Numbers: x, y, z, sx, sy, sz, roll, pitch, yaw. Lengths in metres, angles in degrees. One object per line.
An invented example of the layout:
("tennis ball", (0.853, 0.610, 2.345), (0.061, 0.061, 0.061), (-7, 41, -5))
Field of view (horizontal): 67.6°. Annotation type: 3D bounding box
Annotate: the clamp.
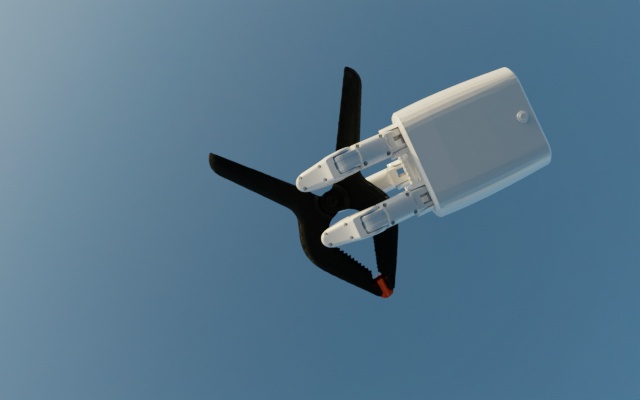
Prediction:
("clamp", (0.001, 0.002, 0.452), (0.164, 0.210, 0.036), (-25, -2, 6))
